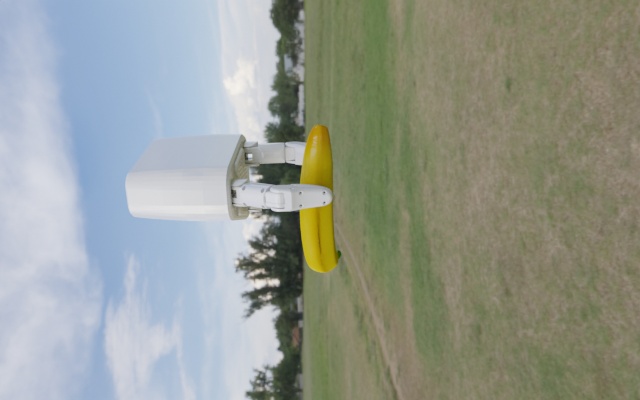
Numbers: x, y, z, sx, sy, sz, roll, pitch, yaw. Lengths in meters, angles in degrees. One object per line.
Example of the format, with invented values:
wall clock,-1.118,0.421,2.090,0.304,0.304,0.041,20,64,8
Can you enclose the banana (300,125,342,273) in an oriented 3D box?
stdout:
banana,-0.002,0.016,0.519,0.037,0.198,0.069,1,41,7
